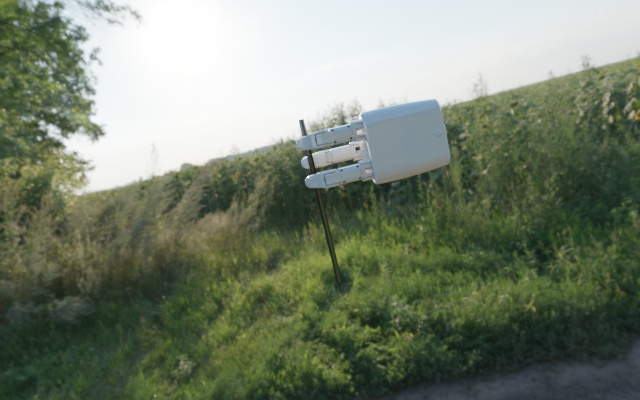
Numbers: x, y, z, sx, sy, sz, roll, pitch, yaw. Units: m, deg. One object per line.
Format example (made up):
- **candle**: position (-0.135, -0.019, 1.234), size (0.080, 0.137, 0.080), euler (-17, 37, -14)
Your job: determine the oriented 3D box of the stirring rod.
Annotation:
- **stirring rod**: position (0.000, 0.002, 0.686), size (0.011, 0.239, 0.011), euler (-13, 6, 1)
